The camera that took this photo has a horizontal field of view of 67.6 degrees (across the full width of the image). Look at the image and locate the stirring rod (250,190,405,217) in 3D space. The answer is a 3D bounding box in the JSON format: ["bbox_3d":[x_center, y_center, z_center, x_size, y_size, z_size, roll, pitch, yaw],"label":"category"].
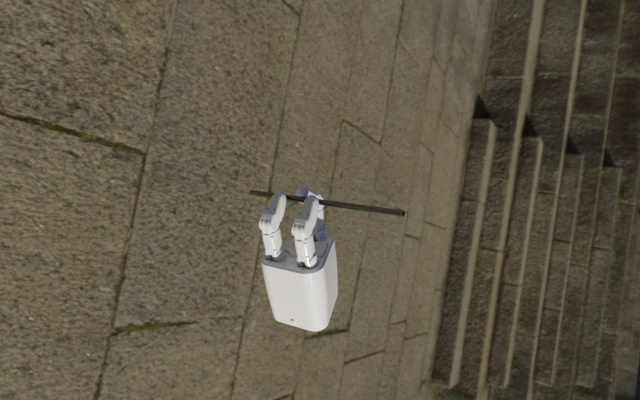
[{"bbox_3d":[0.000,0.002,0.655,0.239,0.011,0.011,8,4,29],"label":"stirring rod"}]
